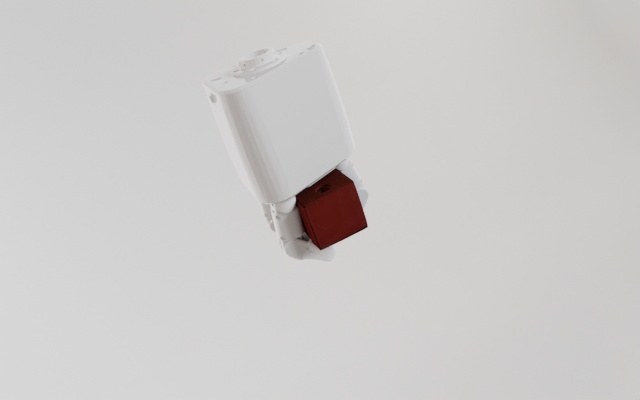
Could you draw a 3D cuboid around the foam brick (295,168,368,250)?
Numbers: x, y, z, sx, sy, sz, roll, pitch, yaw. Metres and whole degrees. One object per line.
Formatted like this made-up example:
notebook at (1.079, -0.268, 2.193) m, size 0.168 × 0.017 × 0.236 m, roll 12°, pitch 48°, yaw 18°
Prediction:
foam brick at (0.000, 0.002, 0.459) m, size 0.053 × 0.051 × 0.078 m, roll -27°, pitch 30°, yaw -14°
